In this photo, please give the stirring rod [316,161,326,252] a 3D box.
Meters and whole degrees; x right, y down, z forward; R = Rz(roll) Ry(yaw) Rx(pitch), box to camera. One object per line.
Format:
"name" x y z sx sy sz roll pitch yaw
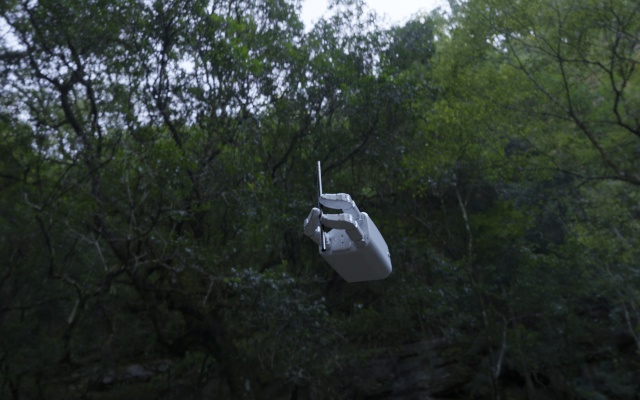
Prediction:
"stirring rod" 0.000 0.003 0.890 0.011 0.011 0.239 0 42 -3
